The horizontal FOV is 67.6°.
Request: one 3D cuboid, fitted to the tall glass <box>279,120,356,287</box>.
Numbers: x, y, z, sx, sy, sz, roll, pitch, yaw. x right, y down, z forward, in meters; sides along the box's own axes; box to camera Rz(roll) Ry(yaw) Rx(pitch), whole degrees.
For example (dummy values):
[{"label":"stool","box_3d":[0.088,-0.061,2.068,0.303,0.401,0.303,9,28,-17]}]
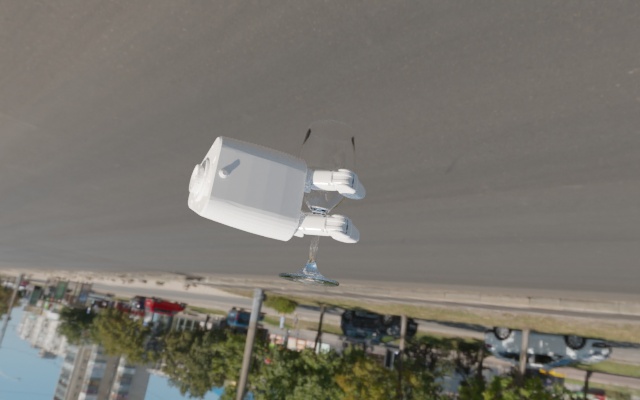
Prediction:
[{"label":"tall glass","box_3d":[0.000,0.003,0.601,0.079,0.201,0.079,8,-16,2]}]
